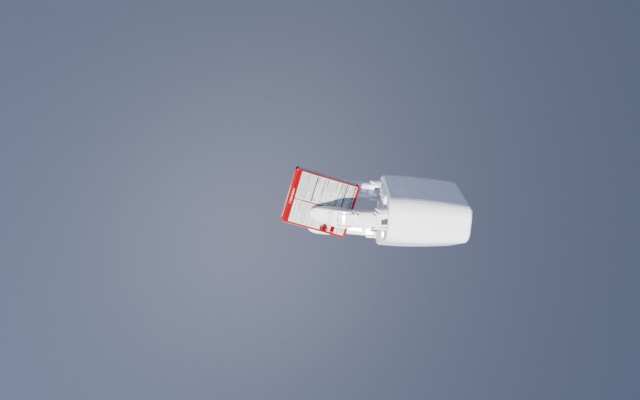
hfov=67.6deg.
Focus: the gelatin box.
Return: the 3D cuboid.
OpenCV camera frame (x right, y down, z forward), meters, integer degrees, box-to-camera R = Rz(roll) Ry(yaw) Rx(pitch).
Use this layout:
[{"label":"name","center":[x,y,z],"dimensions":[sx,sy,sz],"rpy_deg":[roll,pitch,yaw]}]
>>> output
[{"label":"gelatin box","center":[0.000,0.002,0.635],"dimensions":[0.089,0.073,0.030],"rpy_deg":[16,9,-8]}]
